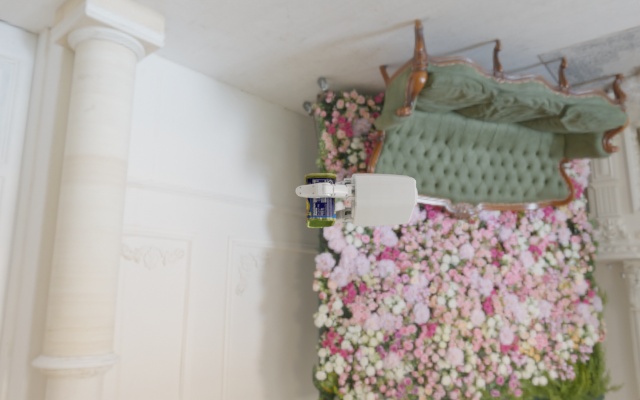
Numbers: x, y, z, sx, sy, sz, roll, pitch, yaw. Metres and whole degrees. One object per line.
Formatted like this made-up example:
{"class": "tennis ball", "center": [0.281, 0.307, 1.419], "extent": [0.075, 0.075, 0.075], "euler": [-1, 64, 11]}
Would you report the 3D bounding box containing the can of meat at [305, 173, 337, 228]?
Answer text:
{"class": "can of meat", "center": [0.000, 0.003, 0.875], "extent": [0.057, 0.084, 0.102], "euler": [0, -11, -2]}
